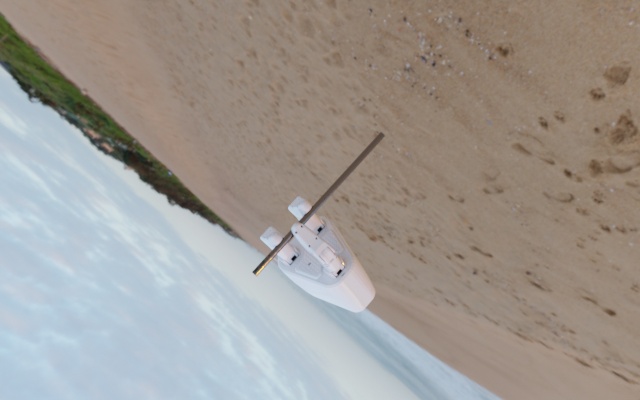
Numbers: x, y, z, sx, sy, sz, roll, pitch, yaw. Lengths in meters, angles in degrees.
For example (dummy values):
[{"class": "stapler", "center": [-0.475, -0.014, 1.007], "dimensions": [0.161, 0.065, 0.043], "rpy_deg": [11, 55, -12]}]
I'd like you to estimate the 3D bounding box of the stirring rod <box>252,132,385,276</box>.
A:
[{"class": "stirring rod", "center": [0.000, 0.002, 0.598], "dimensions": [0.011, 0.239, 0.011], "rpy_deg": [41, -10, 9]}]
